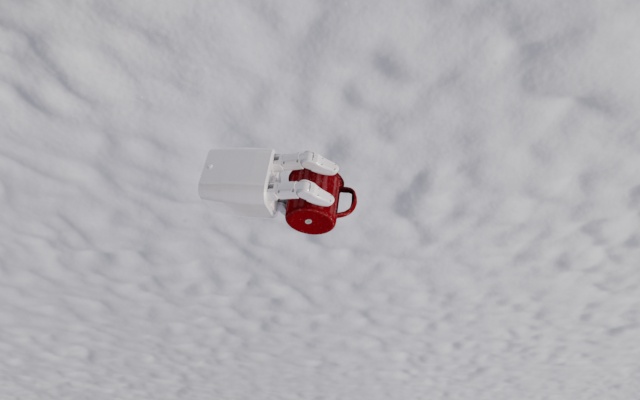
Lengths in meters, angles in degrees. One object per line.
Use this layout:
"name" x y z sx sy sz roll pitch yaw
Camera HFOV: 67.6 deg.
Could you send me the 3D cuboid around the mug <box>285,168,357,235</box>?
"mug" 0.002 0.003 0.766 0.117 0.081 0.093 2 -33 9
